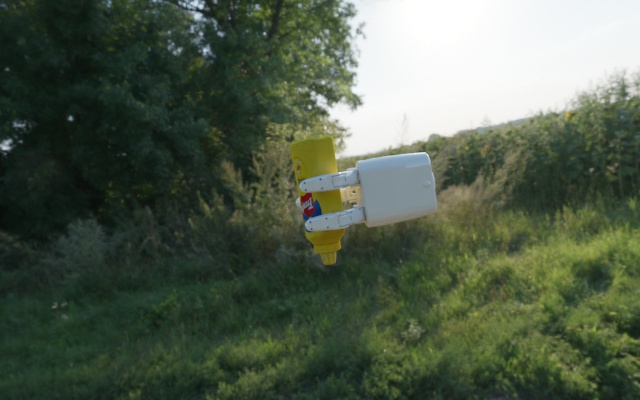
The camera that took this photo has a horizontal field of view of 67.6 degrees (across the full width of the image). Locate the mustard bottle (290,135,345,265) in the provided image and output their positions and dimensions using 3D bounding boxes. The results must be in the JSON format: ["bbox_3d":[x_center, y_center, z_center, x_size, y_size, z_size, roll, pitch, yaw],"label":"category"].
[{"bbox_3d":[0.000,0.002,0.725,0.058,0.191,0.096,-11,4,-24],"label":"mustard bottle"}]
